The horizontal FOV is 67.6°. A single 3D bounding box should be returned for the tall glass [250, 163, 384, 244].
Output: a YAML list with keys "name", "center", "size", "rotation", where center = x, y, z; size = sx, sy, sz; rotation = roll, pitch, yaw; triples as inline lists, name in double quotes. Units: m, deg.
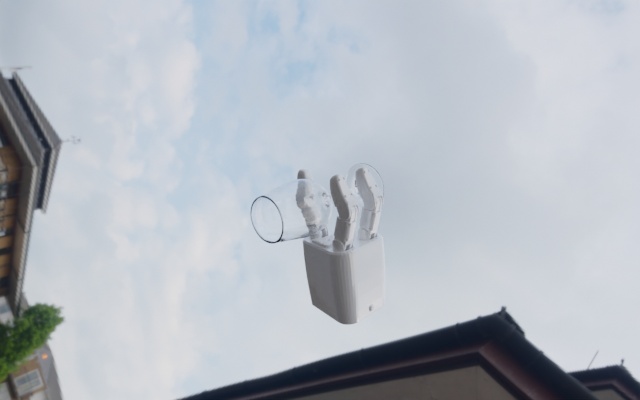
- name: "tall glass"
  center: [0.001, 0.002, 0.663]
  size: [0.079, 0.079, 0.201]
  rotation: [0, 13, 44]
